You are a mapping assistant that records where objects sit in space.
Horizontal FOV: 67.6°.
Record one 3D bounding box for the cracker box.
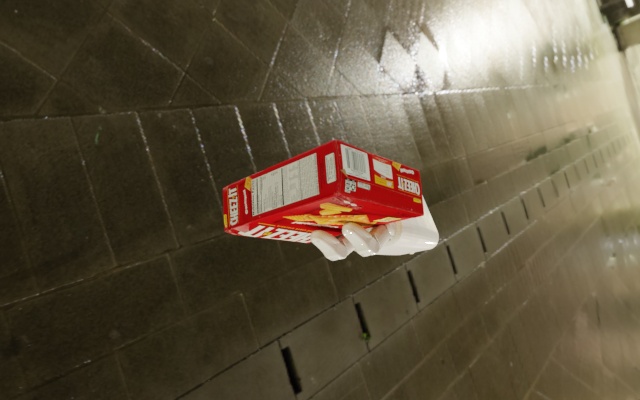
[{"bbox_3d":[0.000,0.002,0.627,0.214,0.072,0.164,-18,-22,41],"label":"cracker box"}]
